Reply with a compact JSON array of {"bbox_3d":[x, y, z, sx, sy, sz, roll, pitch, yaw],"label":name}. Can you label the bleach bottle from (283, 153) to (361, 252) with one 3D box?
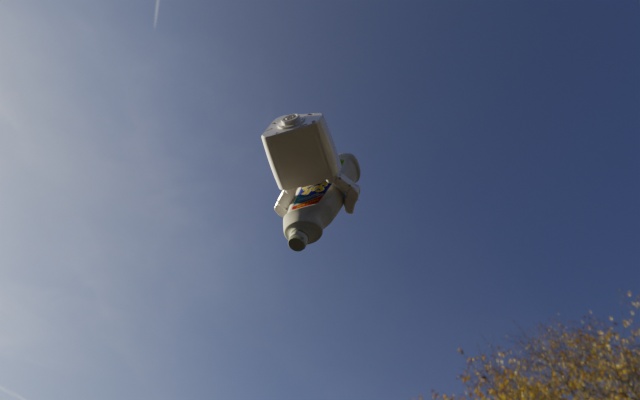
[{"bbox_3d":[0.000,0.003,0.870,0.102,0.068,0.250,-6,31,21],"label":"bleach bottle"}]
